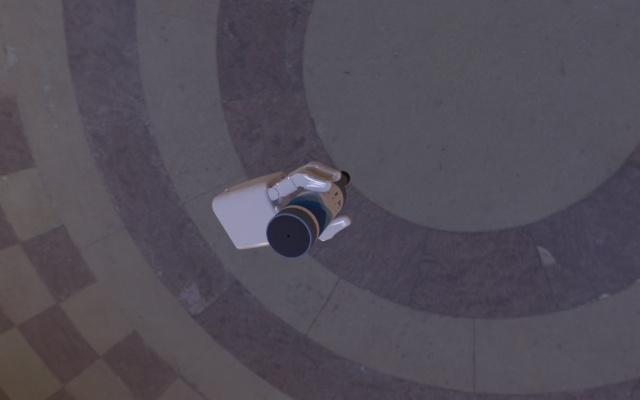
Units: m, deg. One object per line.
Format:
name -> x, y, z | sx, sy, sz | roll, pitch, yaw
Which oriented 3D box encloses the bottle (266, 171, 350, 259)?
bottle -> 0.000, 0.003, 0.776 | 0.069, 0.069, 0.295 | 0, 18, 18
